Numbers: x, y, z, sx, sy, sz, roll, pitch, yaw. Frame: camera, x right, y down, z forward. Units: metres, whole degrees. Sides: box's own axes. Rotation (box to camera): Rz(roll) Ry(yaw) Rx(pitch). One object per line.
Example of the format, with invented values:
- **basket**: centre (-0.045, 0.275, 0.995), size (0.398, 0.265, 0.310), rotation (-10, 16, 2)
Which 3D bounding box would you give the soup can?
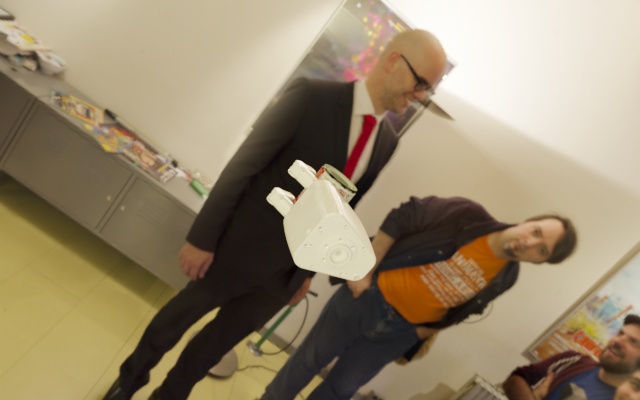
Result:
- **soup can**: centre (0.000, 0.002, 0.745), size (0.068, 0.102, 0.068), rotation (37, 14, -11)
